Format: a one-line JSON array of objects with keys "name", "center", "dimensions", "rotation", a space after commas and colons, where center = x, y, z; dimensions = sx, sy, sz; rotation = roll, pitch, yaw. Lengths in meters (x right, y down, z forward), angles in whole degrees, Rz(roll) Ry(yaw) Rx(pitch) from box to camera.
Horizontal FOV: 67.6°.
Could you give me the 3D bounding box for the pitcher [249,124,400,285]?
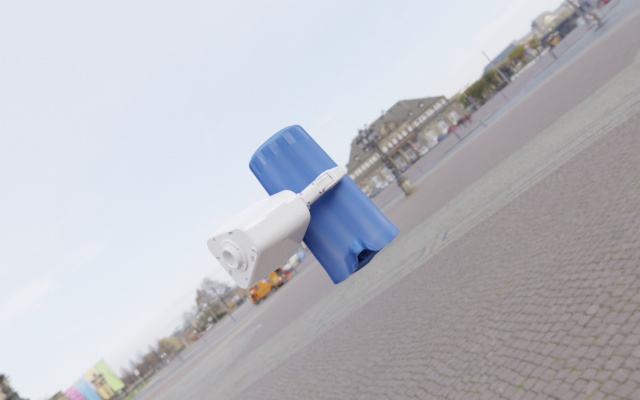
[{"name": "pitcher", "center": [0.000, 0.003, 0.768], "dimensions": [0.145, 0.243, 0.149], "rotation": [-37, -4, -42]}]
